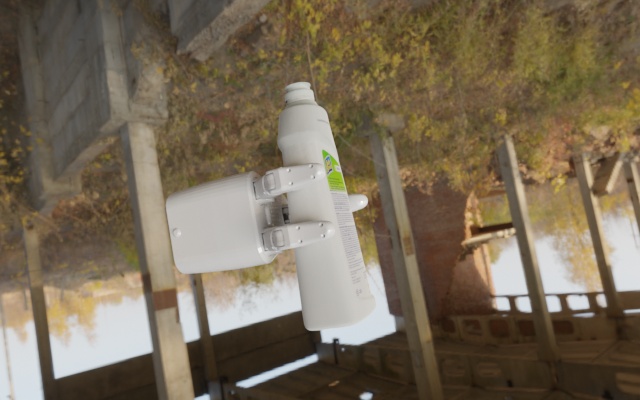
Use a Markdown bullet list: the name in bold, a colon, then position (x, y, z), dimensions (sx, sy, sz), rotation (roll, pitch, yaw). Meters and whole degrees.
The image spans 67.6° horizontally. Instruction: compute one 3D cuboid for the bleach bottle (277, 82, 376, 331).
- **bleach bottle**: position (0.000, 0.002, 0.508), dimensions (0.068, 0.251, 0.102), rotation (-11, -5, 15)
